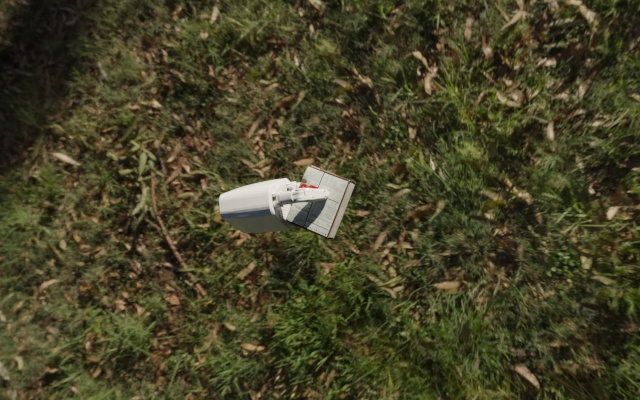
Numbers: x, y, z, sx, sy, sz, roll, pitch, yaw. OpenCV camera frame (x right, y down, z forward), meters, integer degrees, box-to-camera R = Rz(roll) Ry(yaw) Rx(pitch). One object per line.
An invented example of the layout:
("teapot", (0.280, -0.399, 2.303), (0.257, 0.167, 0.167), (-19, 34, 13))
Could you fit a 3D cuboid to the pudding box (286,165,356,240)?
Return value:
("pudding box", (0.000, 0.003, 0.859), (0.090, 0.113, 0.039), (22, 3, 20))
